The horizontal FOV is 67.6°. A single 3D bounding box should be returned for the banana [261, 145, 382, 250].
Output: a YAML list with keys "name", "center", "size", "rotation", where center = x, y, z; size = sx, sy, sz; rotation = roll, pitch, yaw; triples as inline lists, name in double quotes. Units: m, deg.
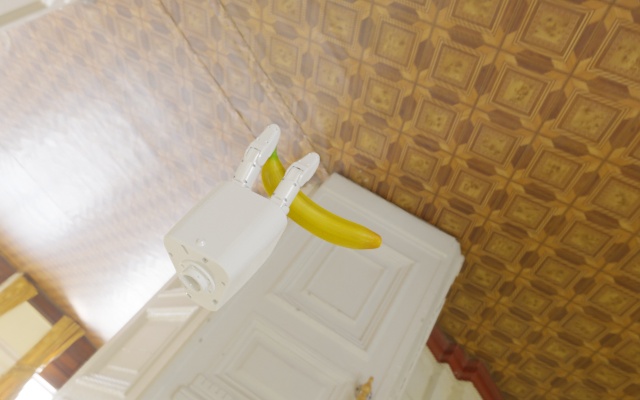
- name: "banana"
  center: [-0.011, 0.010, 0.628]
  size: [0.037, 0.198, 0.070]
  rotation: [-48, -1, -45]
